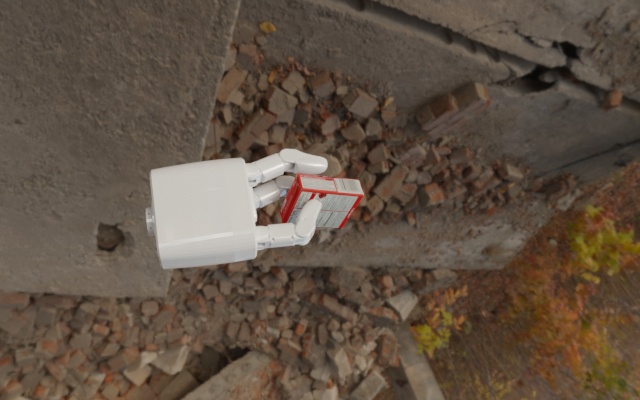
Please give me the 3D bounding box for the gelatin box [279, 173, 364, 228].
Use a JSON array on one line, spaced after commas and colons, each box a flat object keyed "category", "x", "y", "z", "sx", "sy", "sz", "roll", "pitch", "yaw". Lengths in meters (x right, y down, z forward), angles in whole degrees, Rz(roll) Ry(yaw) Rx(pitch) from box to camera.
[{"category": "gelatin box", "x": 0.001, "y": 0.002, "z": 0.612, "sx": 0.089, "sy": 0.030, "sz": 0.073, "roll": 5, "pitch": -41, "yaw": -23}]
